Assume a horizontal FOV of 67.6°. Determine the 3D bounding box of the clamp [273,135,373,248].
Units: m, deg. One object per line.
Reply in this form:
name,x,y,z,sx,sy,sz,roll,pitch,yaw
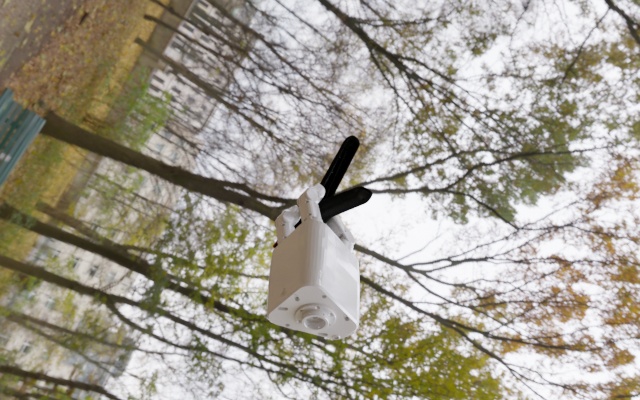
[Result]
clamp,0.000,0.003,0.726,0.036,0.164,0.210,32,-57,-21
